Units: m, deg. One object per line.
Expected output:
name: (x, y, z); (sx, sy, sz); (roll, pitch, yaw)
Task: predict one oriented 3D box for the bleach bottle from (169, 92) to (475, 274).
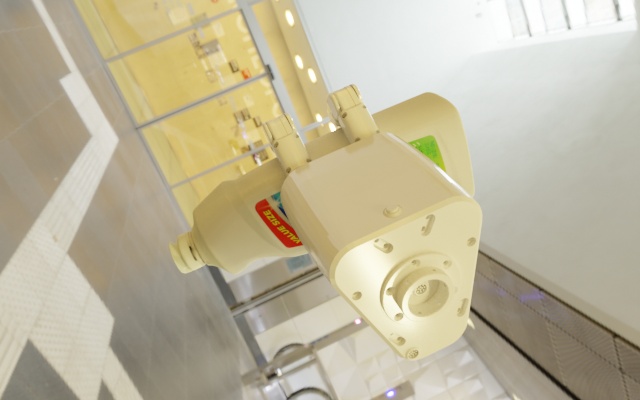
bleach bottle: (0.000, 0.001, 0.402); (0.251, 0.103, 0.068); (-25, 31, -6)
